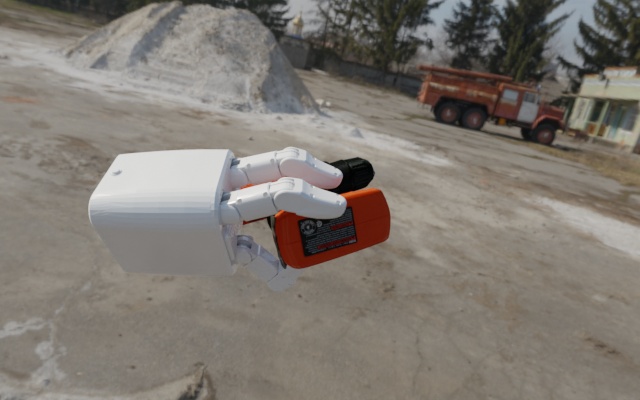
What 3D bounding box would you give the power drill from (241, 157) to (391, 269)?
[{"bbox_3d":[0.000,0.002,0.503,0.184,0.057,0.187,-17,16,-14],"label":"power drill"}]
